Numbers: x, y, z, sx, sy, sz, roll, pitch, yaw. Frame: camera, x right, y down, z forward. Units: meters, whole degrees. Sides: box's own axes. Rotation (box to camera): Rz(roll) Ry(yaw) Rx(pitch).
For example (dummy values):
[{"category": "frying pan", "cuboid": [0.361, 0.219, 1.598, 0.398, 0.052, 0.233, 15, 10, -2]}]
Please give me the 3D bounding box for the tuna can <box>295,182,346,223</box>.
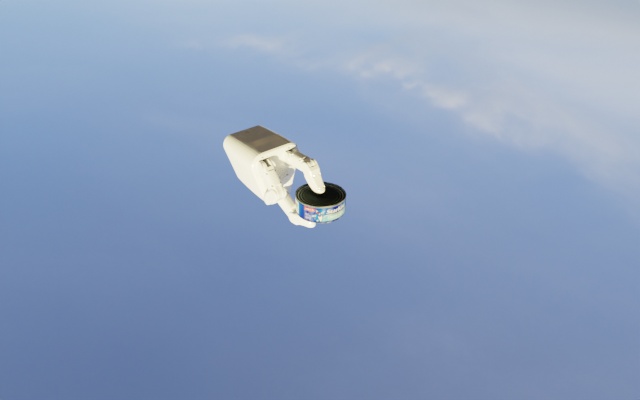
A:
[{"category": "tuna can", "cuboid": [0.000, 0.003, 0.804, 0.086, 0.034, 0.086, 1, 31, 0]}]
